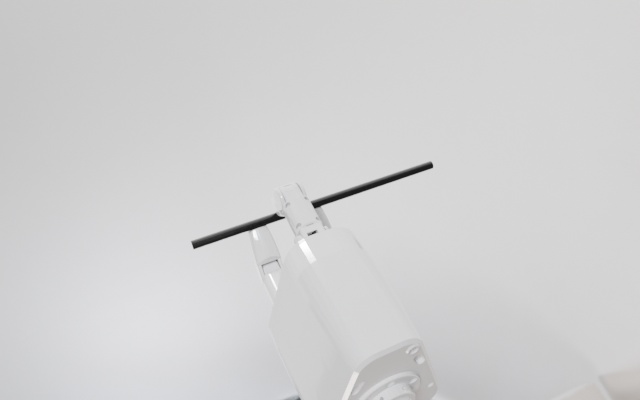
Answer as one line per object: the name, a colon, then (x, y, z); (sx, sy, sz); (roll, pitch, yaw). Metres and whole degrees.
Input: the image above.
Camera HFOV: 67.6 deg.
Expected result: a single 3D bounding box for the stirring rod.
stirring rod: (0.000, 0.001, 0.440); (0.239, 0.011, 0.011); (-19, 5, -16)
